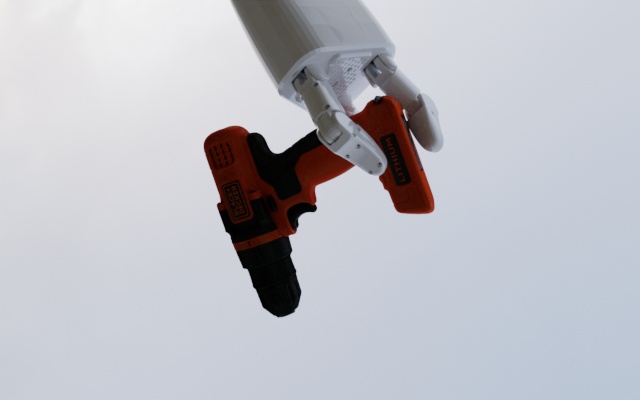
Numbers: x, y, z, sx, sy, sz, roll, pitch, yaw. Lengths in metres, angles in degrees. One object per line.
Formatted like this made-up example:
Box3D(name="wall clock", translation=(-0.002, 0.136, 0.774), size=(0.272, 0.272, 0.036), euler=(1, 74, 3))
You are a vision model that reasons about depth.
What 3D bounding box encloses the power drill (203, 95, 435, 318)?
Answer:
Box3D(name="power drill", translation=(0.000, 0.001, 0.425), size=(0.187, 0.184, 0.057), euler=(-18, 5, 16))
